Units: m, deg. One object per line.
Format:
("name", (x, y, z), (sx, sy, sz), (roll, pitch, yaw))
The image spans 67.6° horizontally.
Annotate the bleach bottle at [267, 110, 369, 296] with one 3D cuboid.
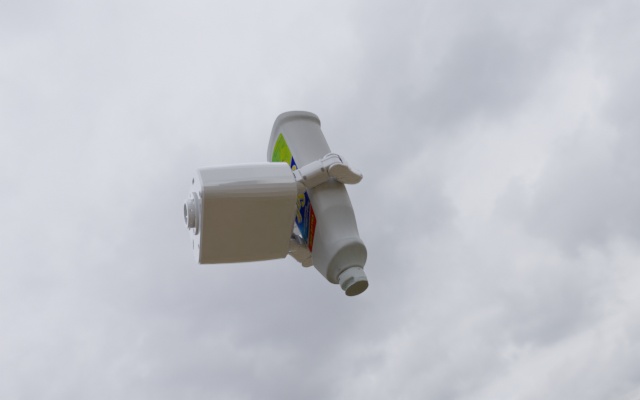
("bleach bottle", (0.000, 0.002, 0.590), (0.068, 0.103, 0.250), (-3, 46, -25))
